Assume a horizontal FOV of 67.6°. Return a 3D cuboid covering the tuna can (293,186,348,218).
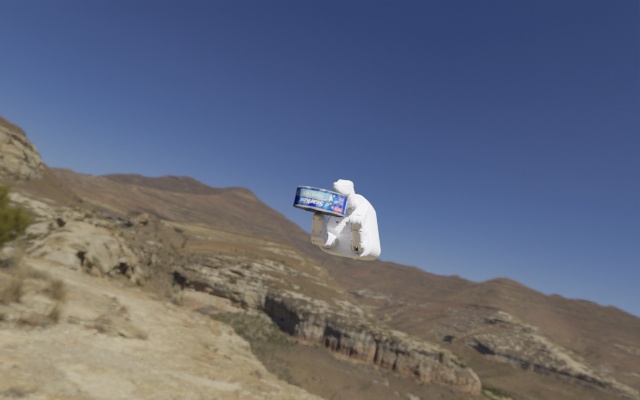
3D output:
[{"bbox_3d":[0.000,0.002,0.772,0.086,0.033,0.086,12,-5,1],"label":"tuna can"}]
